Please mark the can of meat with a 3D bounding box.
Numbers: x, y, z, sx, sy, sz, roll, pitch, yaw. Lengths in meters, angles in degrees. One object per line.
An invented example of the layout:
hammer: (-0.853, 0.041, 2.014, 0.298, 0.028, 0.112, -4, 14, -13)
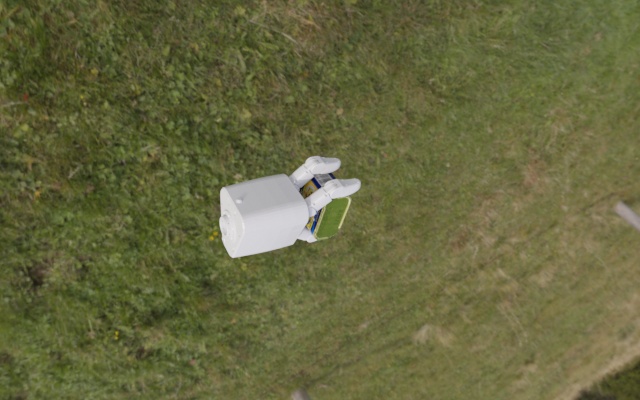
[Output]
can of meat: (0.000, 0.003, 0.792, 0.057, 0.102, 0.084, -10, 46, -31)
